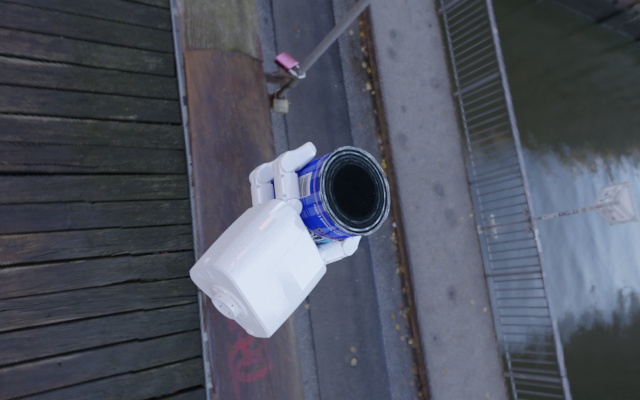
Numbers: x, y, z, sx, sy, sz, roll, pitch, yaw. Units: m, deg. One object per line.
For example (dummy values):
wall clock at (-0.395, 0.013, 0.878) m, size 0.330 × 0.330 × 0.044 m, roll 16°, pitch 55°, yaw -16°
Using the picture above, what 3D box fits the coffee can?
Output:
coffee can at (0.000, 0.002, 0.586) m, size 0.103 × 0.103 × 0.140 m, roll 0°, pitch -11°, yaw -36°
